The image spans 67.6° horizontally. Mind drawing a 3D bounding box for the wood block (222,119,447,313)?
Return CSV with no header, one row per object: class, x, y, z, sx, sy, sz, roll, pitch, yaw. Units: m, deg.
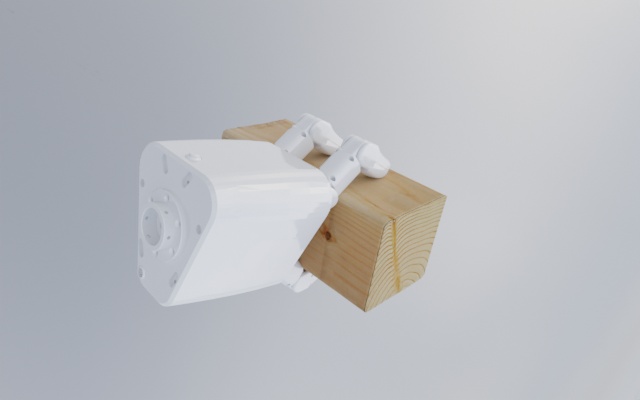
wood block,0.000,0.002,0.457,0.090,0.091,0.206,-20,39,-42
